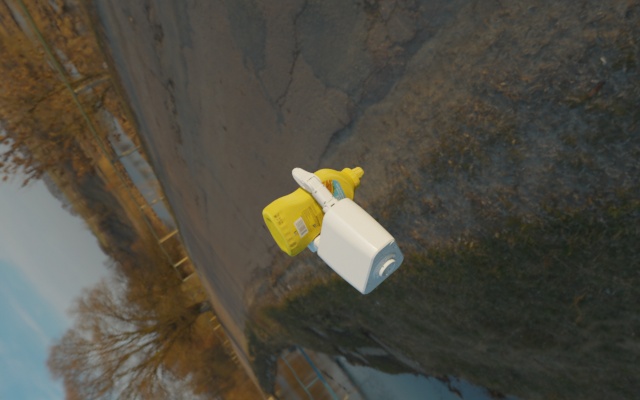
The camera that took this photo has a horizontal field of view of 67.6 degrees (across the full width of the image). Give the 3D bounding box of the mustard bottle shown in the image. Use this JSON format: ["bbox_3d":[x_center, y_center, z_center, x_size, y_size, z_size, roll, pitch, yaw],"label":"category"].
[{"bbox_3d":[0.000,0.003,0.807,0.191,0.096,0.058,-37,33,-20],"label":"mustard bottle"}]
